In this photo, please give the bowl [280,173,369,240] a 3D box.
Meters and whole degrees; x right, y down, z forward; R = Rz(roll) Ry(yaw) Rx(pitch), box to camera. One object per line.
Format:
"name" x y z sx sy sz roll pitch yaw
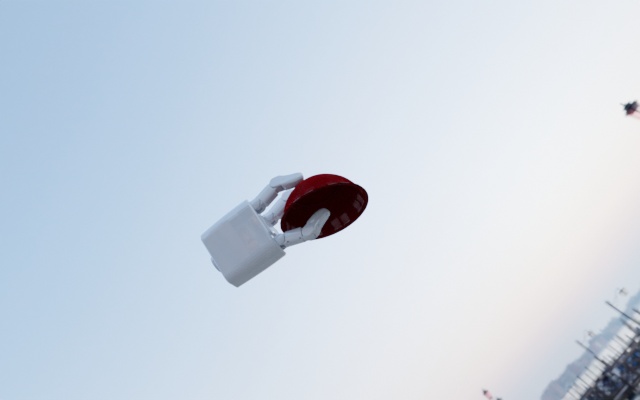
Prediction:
"bowl" 0.001 0.002 0.835 0.162 0.055 0.162 -16 -33 -11
